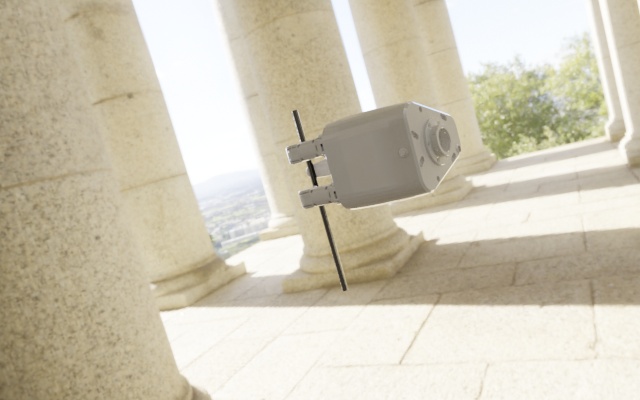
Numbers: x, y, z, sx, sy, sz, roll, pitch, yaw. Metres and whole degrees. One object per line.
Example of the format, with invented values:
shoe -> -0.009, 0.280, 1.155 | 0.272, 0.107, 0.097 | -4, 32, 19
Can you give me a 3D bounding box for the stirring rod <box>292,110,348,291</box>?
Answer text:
stirring rod -> 0.000, 0.002, 0.612 | 0.011, 0.239, 0.011 | -16, 6, 2
